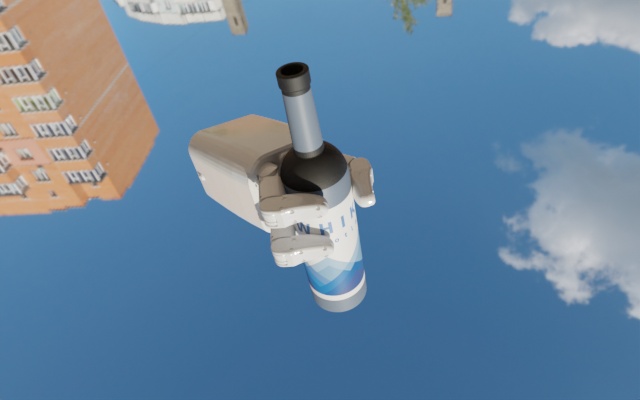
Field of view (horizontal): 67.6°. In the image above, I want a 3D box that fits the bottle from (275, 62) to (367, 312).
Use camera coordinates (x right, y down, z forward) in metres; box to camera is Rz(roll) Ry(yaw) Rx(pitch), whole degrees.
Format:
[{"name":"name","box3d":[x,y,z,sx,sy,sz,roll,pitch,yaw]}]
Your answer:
[{"name":"bottle","box3d":[0.000,0.002,0.482,0.069,0.296,0.069,-7,43,6]}]
